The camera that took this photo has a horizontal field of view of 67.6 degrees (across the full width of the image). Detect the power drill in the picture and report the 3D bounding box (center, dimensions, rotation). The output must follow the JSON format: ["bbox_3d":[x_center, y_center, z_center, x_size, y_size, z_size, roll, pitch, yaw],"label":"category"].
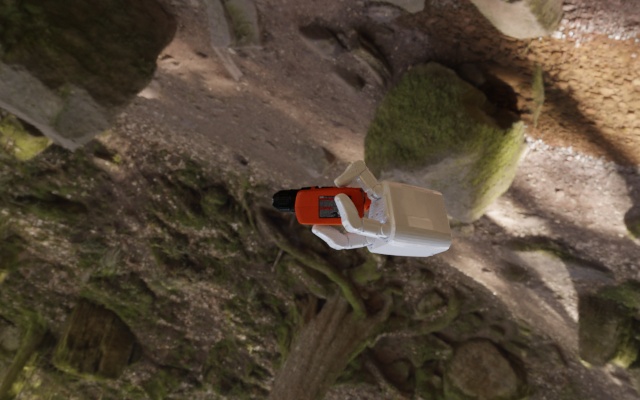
[{"bbox_3d":[0.000,0.003,0.816,0.184,0.057,0.187,-3,5,1],"label":"power drill"}]
